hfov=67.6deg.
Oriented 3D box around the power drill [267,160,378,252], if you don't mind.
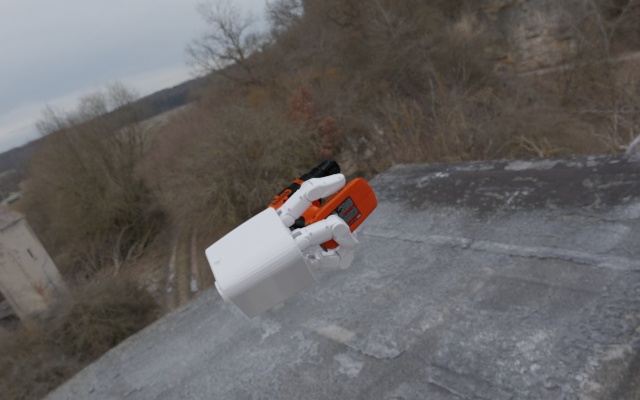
[{"bbox_3d":[0.000,0.003,0.718,0.184,0.057,0.187,-45,22,-20],"label":"power drill"}]
